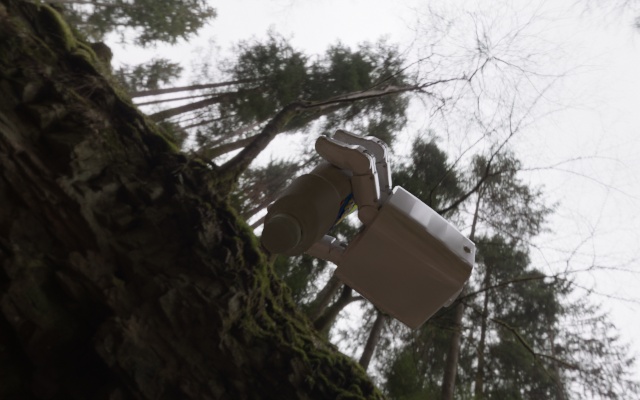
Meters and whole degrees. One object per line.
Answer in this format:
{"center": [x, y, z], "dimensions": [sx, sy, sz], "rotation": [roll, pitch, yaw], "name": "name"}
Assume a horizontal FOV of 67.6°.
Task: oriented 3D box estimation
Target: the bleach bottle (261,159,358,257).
{"center": [0.000, 0.002, 0.501], "dimensions": [0.068, 0.103, 0.250], "rotation": [37, 25, 5], "name": "bleach bottle"}
